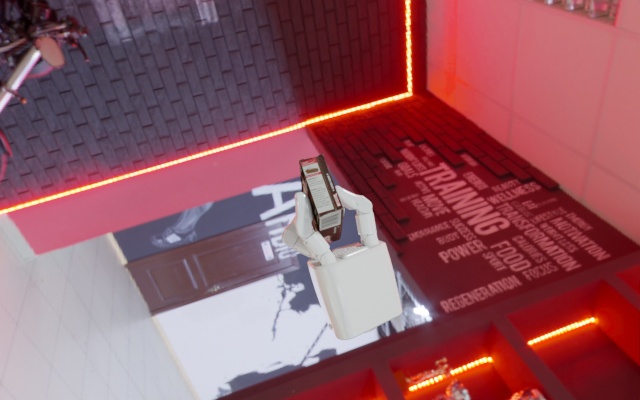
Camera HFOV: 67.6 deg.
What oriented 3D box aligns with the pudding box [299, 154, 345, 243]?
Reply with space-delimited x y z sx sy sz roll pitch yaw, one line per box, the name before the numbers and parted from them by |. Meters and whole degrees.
pudding box | 0.000 0.002 0.672 0.039 0.090 0.113 -16 -24 -10
